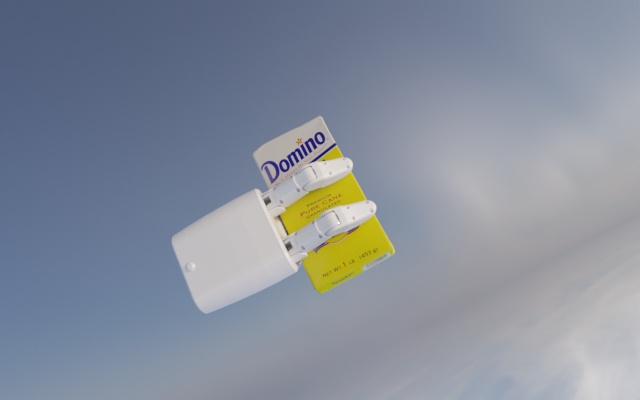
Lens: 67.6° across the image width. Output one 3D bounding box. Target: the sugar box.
[{"bbox_3d":[0.000,0.002,0.527,0.093,0.176,0.048,-28,-18,1],"label":"sugar box"}]
